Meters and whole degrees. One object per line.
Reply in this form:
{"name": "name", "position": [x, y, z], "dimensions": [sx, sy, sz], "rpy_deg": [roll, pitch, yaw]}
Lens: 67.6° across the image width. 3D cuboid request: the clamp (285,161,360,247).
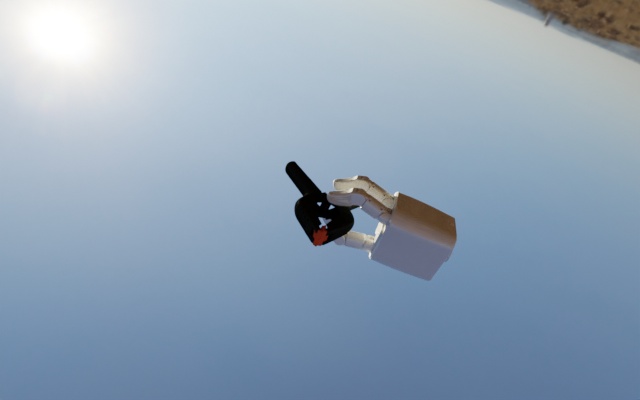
{"name": "clamp", "position": [0.000, 0.003, 0.761], "dimensions": [0.164, 0.036, 0.210], "rpy_deg": [21, 28, 3]}
